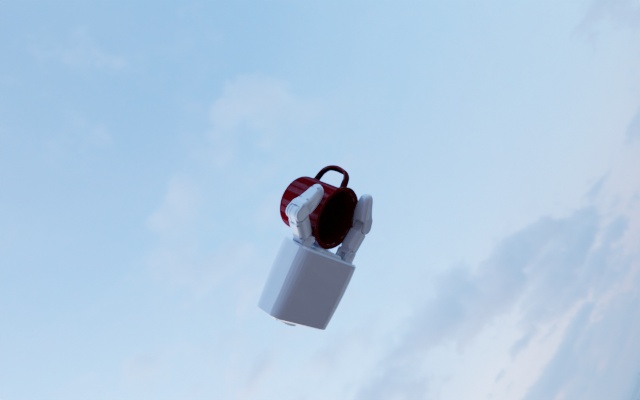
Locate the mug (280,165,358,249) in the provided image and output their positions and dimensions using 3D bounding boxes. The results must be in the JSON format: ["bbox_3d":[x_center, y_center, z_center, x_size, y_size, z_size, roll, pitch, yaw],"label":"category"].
[{"bbox_3d":[0.000,0.001,0.693,0.081,0.117,0.093,23,-2,37],"label":"mug"}]
